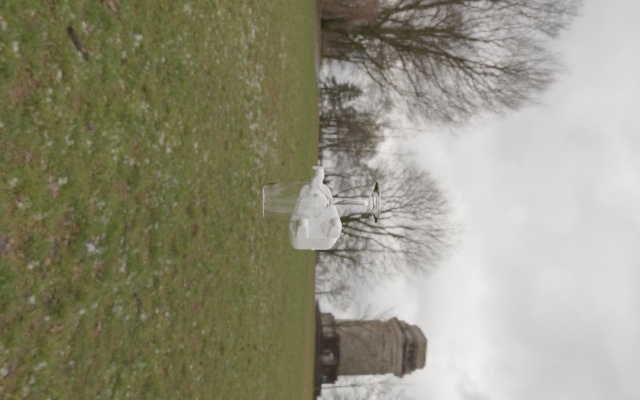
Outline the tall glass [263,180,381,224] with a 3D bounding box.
[{"bbox_3d":[0.001,0.003,0.840,0.201,0.079,0.079,1,0,-4],"label":"tall glass"}]
